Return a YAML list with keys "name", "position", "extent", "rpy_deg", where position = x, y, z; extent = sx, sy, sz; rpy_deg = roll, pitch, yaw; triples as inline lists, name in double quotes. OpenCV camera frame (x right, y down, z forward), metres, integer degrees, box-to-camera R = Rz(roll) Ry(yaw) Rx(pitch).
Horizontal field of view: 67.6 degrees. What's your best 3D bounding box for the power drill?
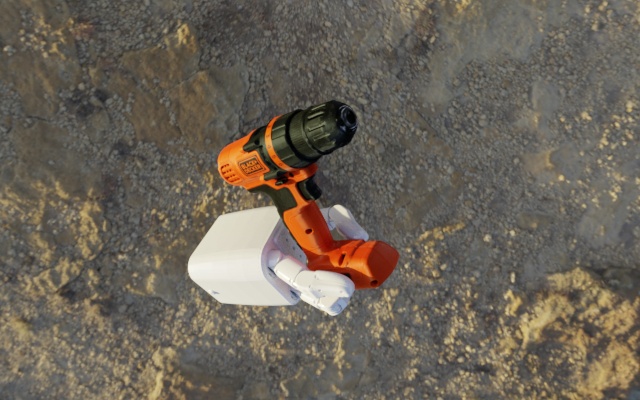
- name: "power drill"
  position: [0.000, 0.002, 0.470]
  extent: [0.184, 0.188, 0.057]
  rpy_deg: [-12, 26, 49]
